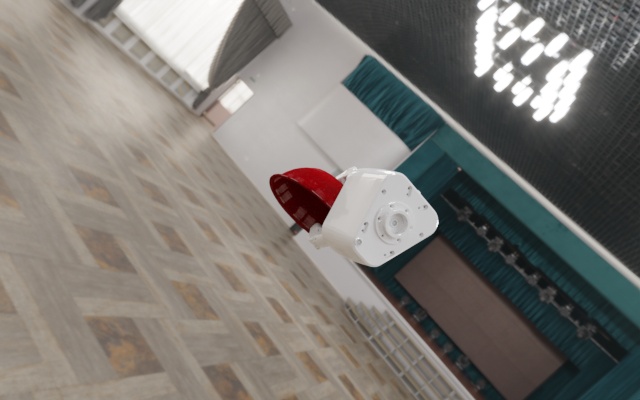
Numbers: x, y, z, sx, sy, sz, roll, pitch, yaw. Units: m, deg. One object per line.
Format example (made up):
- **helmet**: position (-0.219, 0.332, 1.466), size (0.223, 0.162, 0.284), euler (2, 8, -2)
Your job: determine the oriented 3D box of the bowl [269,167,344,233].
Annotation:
- **bowl**: position (0.000, 0.002, 0.724), size (0.162, 0.055, 0.162), euler (35, -22, 16)
